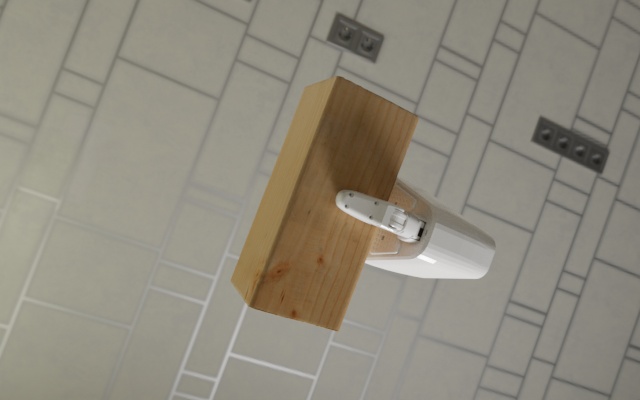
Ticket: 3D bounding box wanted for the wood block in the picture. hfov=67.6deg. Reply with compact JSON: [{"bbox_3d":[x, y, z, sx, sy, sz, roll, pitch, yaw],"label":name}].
[{"bbox_3d":[0.000,0.002,0.448,0.090,0.206,0.091,21,-2,-22],"label":"wood block"}]
